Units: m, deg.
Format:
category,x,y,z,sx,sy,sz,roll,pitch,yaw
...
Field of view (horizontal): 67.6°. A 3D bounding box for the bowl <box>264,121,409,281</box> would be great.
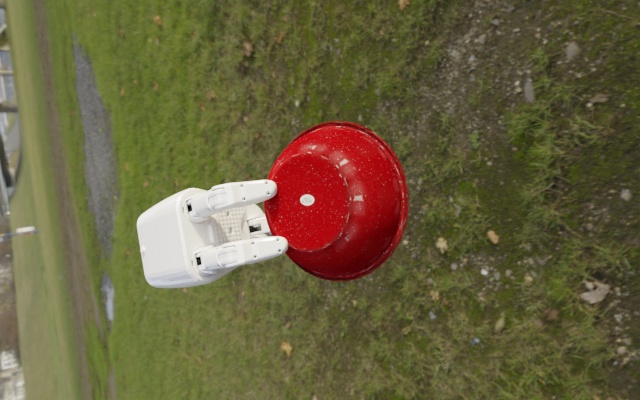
category,x,y,z,sx,sy,sz,roll,pitch,yaw
bowl,0.001,0.001,0.460,0.162,0.162,0.055,0,1,30
